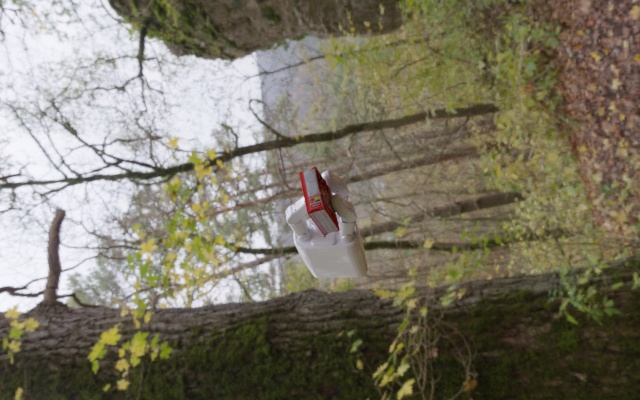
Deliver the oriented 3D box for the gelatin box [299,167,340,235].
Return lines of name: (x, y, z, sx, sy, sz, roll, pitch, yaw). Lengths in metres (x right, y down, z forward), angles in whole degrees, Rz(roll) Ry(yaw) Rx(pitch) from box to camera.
gelatin box: (0.000, 0.002, 0.727, 0.030, 0.073, 0.089, -18, -30, 10)
